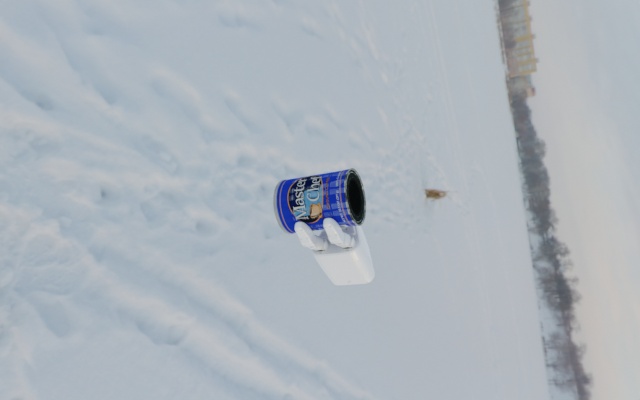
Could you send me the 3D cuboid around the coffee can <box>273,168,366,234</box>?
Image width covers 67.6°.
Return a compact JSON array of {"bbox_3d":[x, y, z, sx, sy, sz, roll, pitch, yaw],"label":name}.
[{"bbox_3d":[0.000,0.003,0.866,0.140,0.103,0.103,-8,-3,23],"label":"coffee can"}]
